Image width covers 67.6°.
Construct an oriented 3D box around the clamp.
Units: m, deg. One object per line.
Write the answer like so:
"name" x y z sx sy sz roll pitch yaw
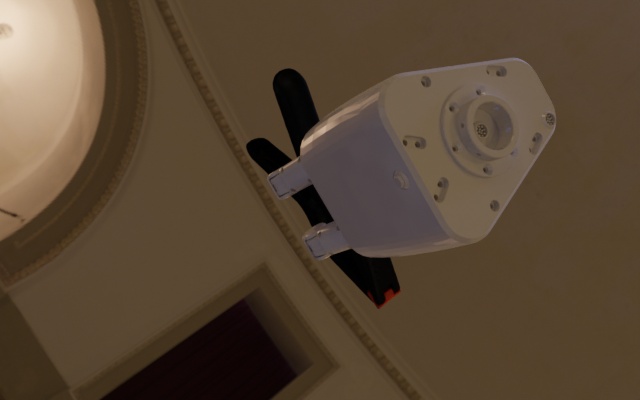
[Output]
"clamp" 0.001 0.001 0.433 0.036 0.210 0.164 -33 5 -20
